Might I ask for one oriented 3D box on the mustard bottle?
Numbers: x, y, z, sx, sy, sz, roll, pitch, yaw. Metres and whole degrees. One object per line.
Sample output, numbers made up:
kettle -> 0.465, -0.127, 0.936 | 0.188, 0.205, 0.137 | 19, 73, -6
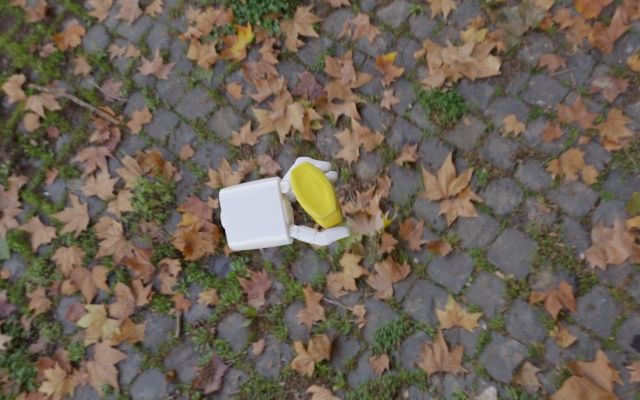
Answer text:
mustard bottle -> 0.000, 0.002, 0.814 | 0.058, 0.096, 0.192 | -34, -14, -1
